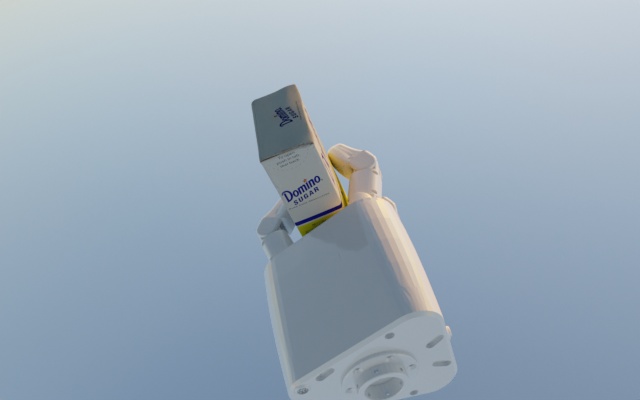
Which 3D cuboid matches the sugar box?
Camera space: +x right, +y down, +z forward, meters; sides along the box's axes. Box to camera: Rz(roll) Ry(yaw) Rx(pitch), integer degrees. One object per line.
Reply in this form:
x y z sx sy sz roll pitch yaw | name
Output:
0.001 0.001 0.401 0.048 0.176 0.093 -20 39 3 | sugar box
